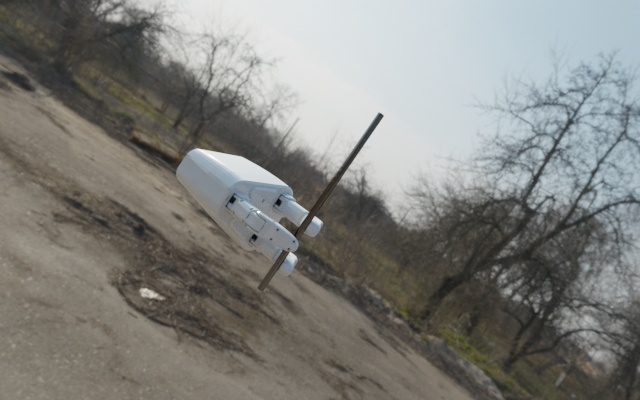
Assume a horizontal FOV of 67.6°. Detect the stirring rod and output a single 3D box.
[{"bbox_3d":[0.000,0.002,0.539,0.011,0.239,0.011,35,1,0],"label":"stirring rod"}]
